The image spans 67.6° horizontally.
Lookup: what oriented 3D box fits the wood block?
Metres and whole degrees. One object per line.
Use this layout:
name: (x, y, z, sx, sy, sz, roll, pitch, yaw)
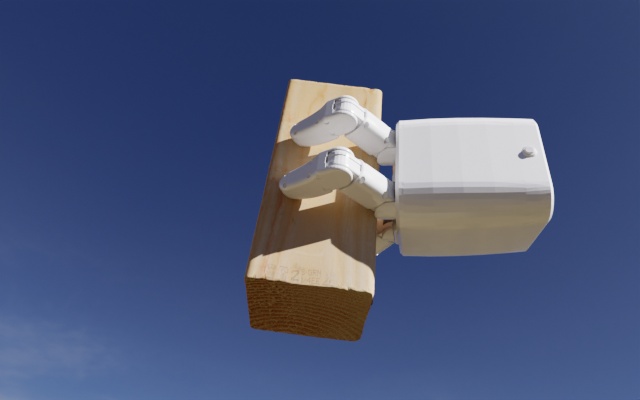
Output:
wood block: (0.000, 0.001, 0.410, 0.090, 0.206, 0.091, 7, -38, 1)
